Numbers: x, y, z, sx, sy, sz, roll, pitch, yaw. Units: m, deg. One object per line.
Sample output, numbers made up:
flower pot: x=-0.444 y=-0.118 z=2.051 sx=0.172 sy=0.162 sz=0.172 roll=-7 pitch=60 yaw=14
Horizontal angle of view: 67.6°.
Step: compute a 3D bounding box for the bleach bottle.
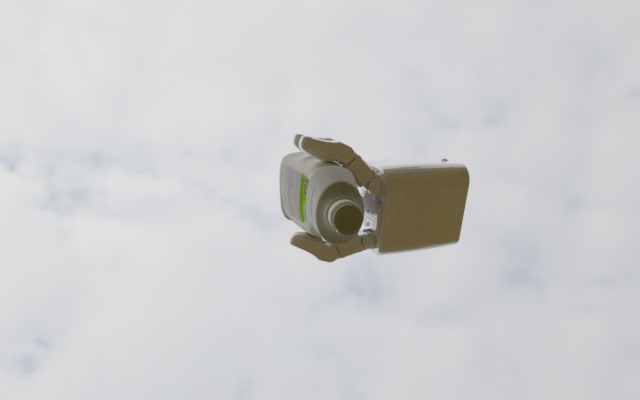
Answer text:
bleach bottle: x=0.000 y=0.002 z=0.554 sx=0.068 sy=0.102 sz=0.250 roll=-5 pitch=12 yaw=-11
